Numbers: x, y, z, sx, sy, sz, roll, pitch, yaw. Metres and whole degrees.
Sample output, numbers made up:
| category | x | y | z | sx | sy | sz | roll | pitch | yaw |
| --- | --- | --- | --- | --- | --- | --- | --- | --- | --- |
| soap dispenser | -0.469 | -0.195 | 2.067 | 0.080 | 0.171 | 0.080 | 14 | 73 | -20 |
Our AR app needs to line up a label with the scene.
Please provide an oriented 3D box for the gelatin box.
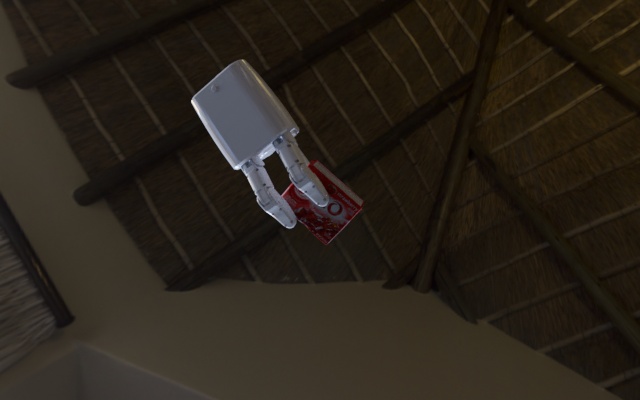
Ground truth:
| category | x | y | z | sx | sy | sz | roll | pitch | yaw |
| --- | --- | --- | --- | --- | --- | --- | --- | --- | --- |
| gelatin box | 0.000 | 0.002 | 0.624 | 0.089 | 0.073 | 0.030 | 41 | 22 | -2 |
